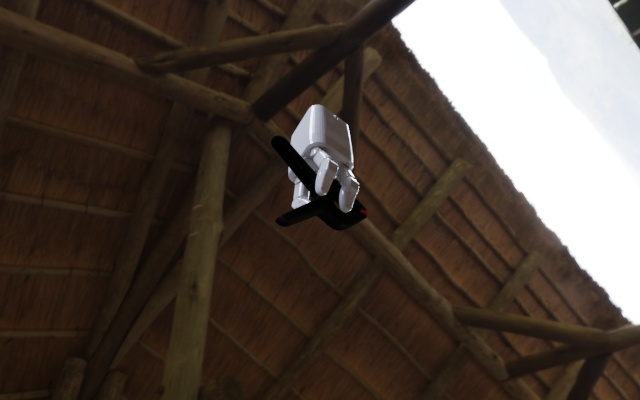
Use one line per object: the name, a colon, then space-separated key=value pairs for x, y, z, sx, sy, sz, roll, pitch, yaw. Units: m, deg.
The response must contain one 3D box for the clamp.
clamp: x=0.000 y=0.003 z=0.776 sx=0.210 sy=0.164 sz=0.036 roll=31 pitch=-47 yaw=-34
